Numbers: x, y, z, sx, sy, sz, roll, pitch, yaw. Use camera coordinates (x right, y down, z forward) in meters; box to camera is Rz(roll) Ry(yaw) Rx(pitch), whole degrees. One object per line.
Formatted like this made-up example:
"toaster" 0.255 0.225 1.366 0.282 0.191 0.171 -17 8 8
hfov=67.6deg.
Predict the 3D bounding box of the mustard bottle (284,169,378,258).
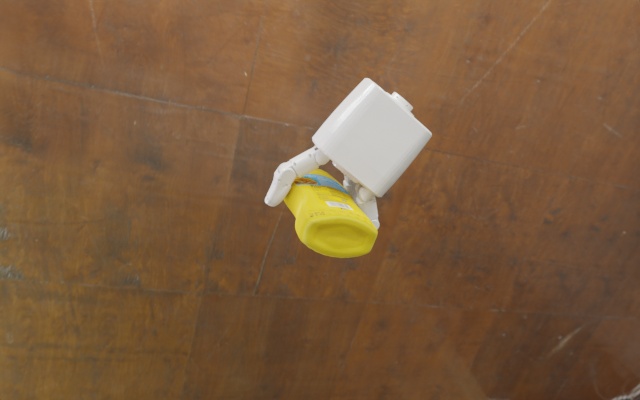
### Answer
"mustard bottle" 0.000 0.002 0.639 0.096 0.058 0.191 10 23 -21
